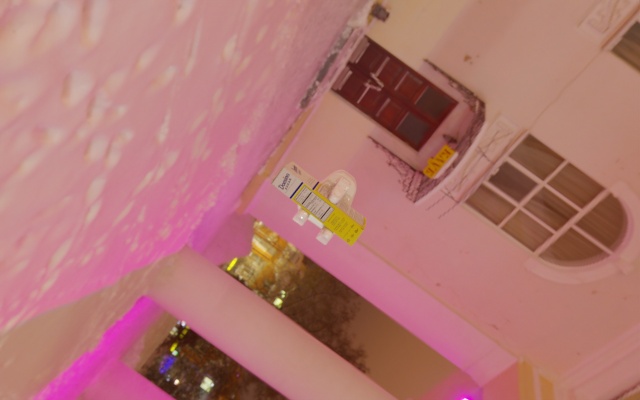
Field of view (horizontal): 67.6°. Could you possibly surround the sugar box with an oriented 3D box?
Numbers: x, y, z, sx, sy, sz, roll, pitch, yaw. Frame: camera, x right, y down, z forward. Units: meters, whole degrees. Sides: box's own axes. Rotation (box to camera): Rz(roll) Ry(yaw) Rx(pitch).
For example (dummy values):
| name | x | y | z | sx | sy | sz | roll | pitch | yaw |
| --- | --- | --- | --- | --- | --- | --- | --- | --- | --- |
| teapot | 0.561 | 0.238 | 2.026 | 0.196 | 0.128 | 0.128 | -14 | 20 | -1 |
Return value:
| name | x | y | z | sx | sy | sz | roll | pitch | yaw |
| --- | --- | --- | --- | --- | --- | --- | --- | --- | --- |
| sugar box | 0.000 | 0.003 | 0.852 | 0.176 | 0.048 | 0.093 | 36 | 12 | 0 |
